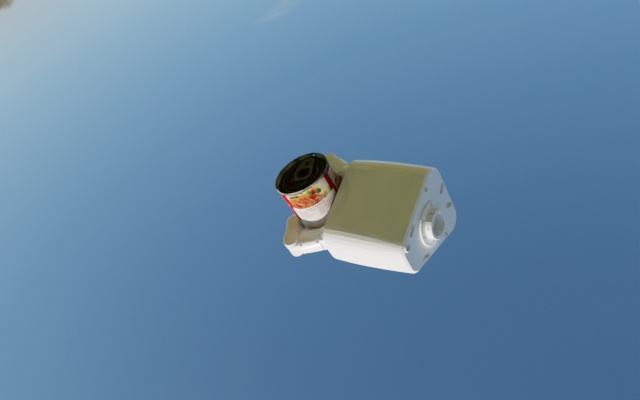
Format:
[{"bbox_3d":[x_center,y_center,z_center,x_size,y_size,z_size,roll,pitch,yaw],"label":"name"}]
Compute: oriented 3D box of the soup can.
[{"bbox_3d":[0.000,0.002,0.578,0.068,0.068,0.102,0,-42,37],"label":"soup can"}]
